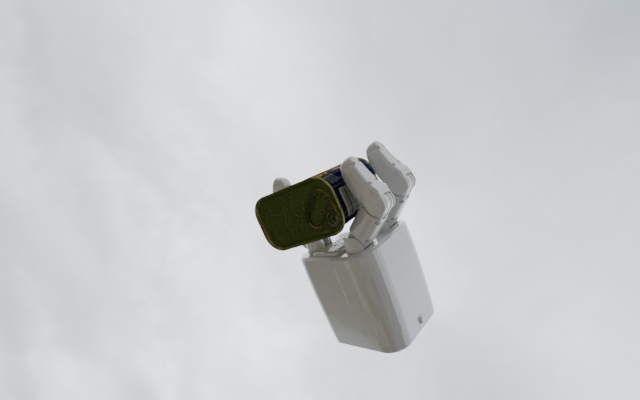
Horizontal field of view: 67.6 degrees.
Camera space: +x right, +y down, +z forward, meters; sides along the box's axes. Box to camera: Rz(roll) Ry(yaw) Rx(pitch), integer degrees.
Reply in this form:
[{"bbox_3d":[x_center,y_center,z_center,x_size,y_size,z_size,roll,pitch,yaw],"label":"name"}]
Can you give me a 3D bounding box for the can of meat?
[{"bbox_3d":[0.000,0.001,0.479,0.102,0.057,0.084,-21,6,39],"label":"can of meat"}]
